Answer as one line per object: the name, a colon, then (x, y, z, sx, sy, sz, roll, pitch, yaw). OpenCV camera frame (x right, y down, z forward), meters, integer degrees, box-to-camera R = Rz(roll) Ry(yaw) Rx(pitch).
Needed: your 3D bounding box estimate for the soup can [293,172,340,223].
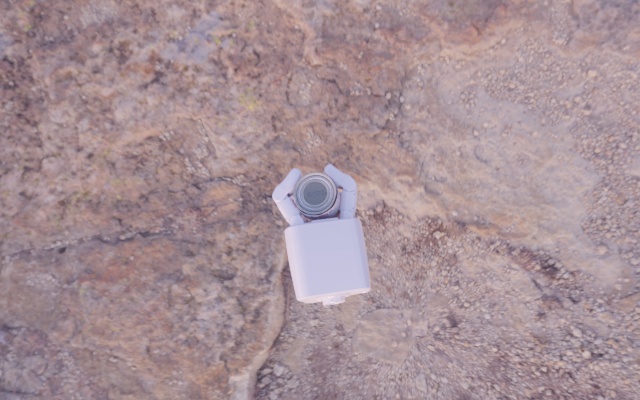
soup can: (0.000, 0.002, 0.738, 0.068, 0.068, 0.102, 0, -15, 10)
